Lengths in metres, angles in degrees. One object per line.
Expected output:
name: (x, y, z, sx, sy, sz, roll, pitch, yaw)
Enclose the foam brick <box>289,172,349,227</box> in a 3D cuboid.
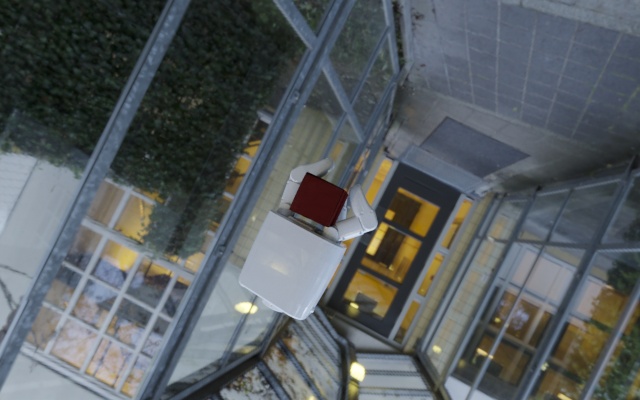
foam brick: (0.000, 0.002, 0.604, 0.053, 0.051, 0.078, 26, -1, 9)
